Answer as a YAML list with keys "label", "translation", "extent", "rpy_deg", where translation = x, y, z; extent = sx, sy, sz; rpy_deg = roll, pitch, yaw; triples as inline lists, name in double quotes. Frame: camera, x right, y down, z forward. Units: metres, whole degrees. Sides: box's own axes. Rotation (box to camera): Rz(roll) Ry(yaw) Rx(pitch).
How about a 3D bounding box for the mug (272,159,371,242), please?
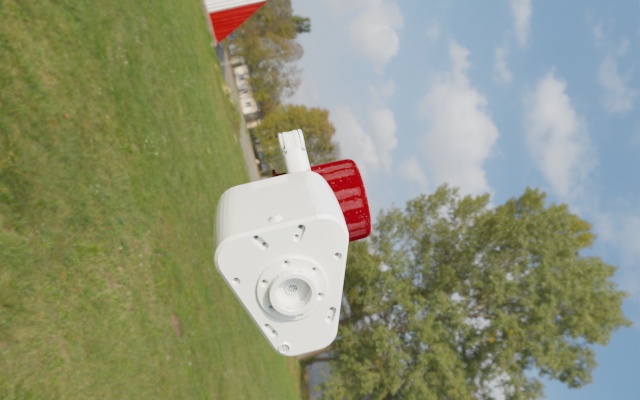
- label: "mug"
  translation: [0.000, 0.001, 0.488]
  extent: [0.081, 0.093, 0.117]
  rpy_deg: [-13, 22, -4]
